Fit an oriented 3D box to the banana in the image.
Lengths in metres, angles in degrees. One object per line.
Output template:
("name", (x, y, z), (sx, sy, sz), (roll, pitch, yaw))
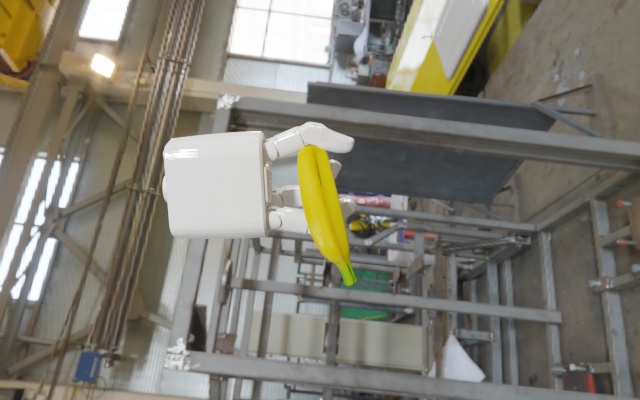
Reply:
("banana", (-0.002, -0.008, 0.495), (0.037, 0.197, 0.070), (-12, -43, 0))
